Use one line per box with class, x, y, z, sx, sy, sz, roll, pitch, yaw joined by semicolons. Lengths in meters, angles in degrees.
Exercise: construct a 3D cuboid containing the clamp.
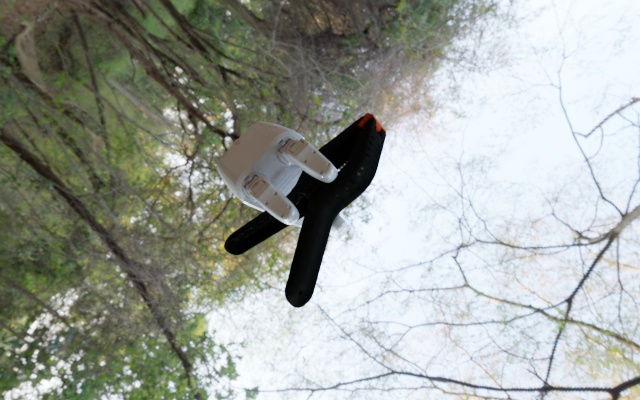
clamp;0.001;0.002;0.475;0.036;0.210;0.164;45;-6;-33
